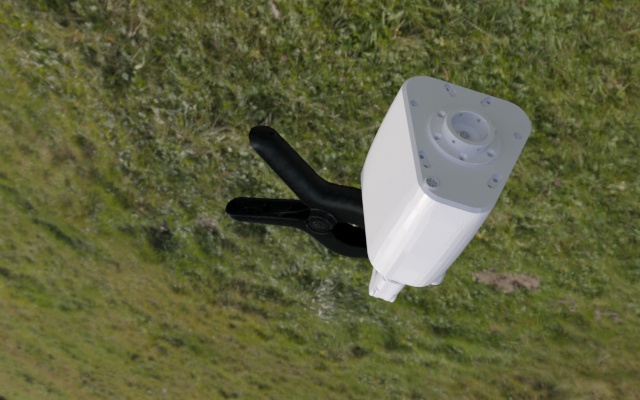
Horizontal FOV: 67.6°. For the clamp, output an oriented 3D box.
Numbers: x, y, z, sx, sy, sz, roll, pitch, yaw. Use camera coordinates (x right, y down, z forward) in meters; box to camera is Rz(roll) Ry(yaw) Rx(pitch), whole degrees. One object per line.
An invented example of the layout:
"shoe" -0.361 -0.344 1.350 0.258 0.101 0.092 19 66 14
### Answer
"clamp" 0.000 0.002 0.416 0.171 0.039 0.120 17 -34 1
